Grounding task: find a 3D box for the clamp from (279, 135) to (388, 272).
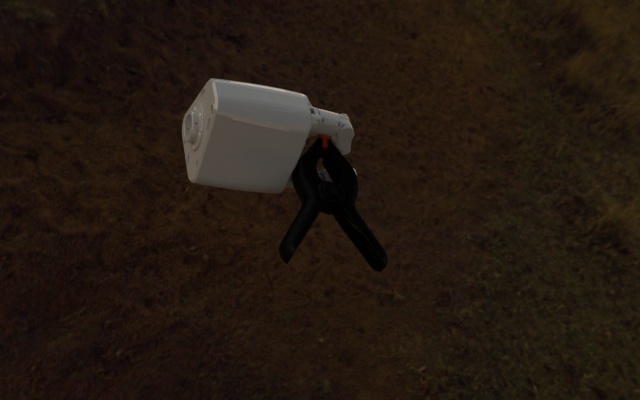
[{"bbox_3d":[0.000,0.001,0.525,0.120,0.171,0.039,4,-36,-32],"label":"clamp"}]
